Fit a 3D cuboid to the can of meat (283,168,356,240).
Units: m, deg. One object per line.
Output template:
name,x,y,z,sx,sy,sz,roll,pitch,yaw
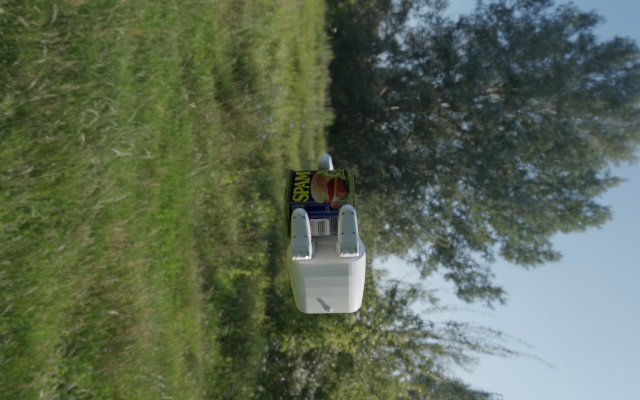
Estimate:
can of meat,0.000,0.002,0.597,0.084,0.057,0.102,-1,34,2
